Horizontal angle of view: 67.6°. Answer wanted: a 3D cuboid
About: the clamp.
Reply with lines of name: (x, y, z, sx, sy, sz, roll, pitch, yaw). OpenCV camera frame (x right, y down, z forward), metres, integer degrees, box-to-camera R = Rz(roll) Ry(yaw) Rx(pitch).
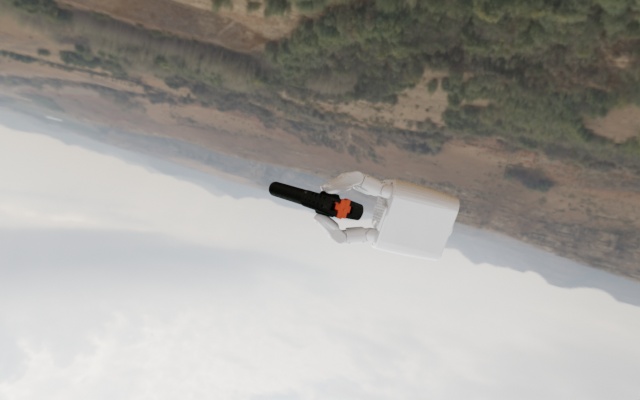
clamp: (0.000, 0.003, 0.729, 0.164, 0.036, 0.210, 14, 1, -6)
